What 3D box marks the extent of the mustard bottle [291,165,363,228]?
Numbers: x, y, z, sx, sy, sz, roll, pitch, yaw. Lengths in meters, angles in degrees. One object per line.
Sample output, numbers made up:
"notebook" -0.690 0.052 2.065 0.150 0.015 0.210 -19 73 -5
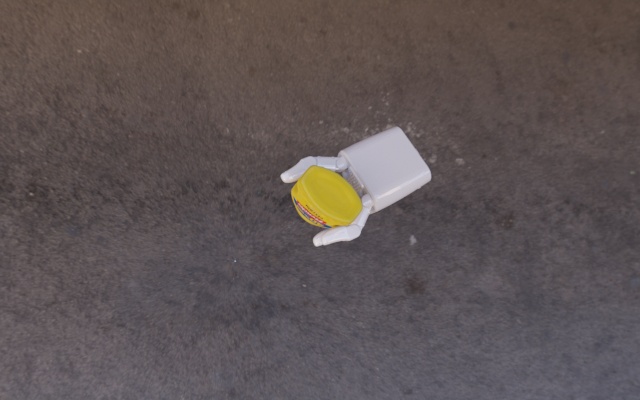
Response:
"mustard bottle" 0.000 0.003 0.742 0.096 0.058 0.191 39 -12 -3
